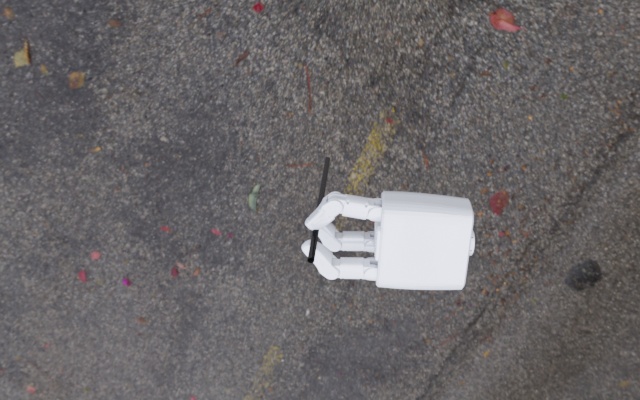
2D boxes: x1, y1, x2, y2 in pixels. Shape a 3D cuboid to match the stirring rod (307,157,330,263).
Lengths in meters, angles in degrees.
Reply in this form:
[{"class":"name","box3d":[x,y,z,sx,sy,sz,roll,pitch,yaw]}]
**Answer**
[{"class":"stirring rod","box3d":[0.000,0.002,0.643,0.011,0.011,0.239,0,34,6]}]
